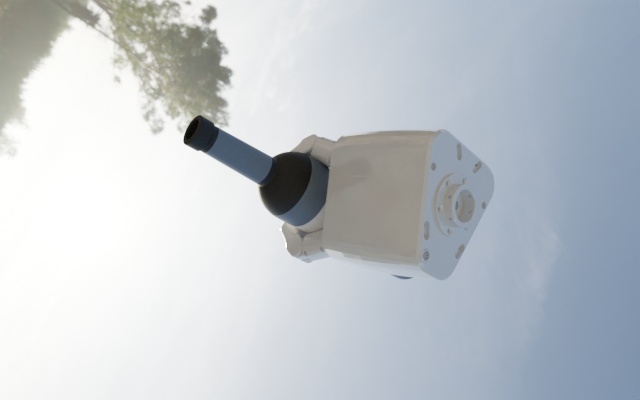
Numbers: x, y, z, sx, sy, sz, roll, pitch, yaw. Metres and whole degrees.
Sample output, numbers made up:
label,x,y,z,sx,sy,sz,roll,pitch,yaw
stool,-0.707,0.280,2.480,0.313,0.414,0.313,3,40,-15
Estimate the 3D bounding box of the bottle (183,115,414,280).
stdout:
label,x,y,z,sx,sy,sz,roll,pitch,yaw
bottle,0.000,0.002,0.471,0.296,0.069,0.069,30,-18,-36
